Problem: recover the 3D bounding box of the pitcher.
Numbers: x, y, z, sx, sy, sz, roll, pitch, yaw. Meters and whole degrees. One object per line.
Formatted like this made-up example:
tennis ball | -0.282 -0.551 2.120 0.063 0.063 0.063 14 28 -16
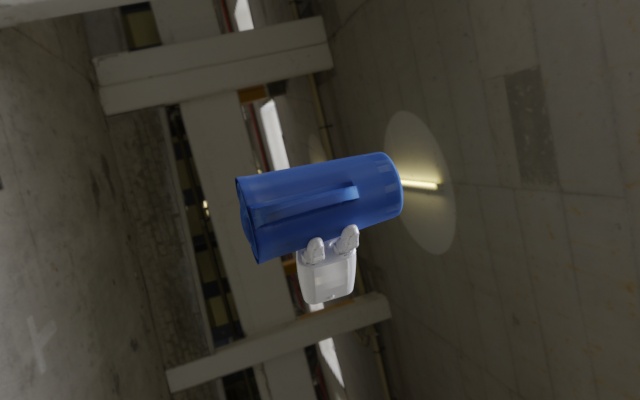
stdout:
pitcher | 0.000 0.002 0.723 0.243 0.145 0.149 -15 43 -13
